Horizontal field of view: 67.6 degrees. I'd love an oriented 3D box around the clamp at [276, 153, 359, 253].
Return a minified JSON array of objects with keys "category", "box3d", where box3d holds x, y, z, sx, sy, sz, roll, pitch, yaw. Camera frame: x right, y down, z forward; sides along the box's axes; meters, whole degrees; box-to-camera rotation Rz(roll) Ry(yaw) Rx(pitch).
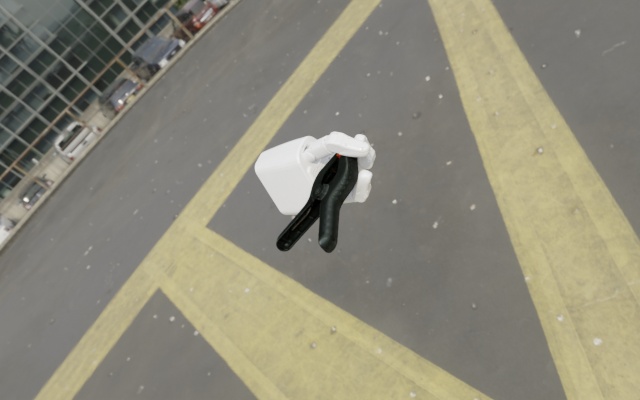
[{"category":"clamp","box3d":[0.000,0.002,0.660,0.120,0.171,0.039,-11,-45,44]}]
